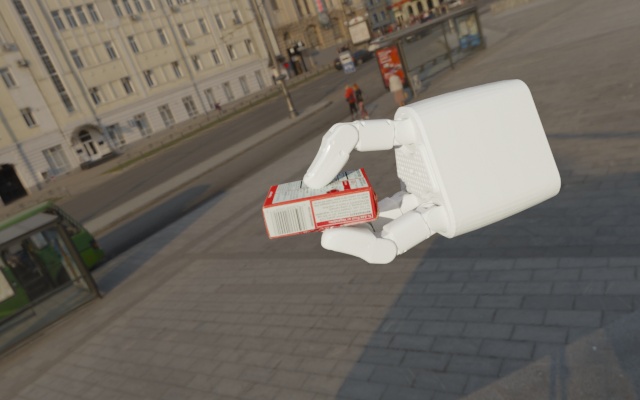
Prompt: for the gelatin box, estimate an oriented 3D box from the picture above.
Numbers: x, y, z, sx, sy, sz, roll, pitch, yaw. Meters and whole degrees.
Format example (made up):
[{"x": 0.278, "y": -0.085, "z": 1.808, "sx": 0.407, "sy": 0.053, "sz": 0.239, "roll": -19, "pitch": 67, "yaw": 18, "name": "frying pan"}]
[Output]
[{"x": 0.000, "y": 0.001, "z": 0.401, "sx": 0.089, "sy": 0.030, "sz": 0.073, "roll": -10, "pitch": 15, "yaw": 2, "name": "gelatin box"}]
